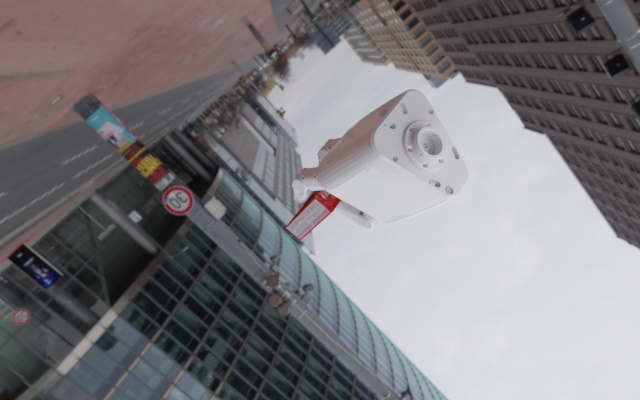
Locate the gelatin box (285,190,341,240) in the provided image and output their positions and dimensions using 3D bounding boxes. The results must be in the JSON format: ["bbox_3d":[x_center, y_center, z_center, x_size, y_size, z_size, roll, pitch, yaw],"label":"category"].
[{"bbox_3d":[0.000,0.002,0.609,0.089,0.030,0.073,-45,6,49],"label":"gelatin box"}]
